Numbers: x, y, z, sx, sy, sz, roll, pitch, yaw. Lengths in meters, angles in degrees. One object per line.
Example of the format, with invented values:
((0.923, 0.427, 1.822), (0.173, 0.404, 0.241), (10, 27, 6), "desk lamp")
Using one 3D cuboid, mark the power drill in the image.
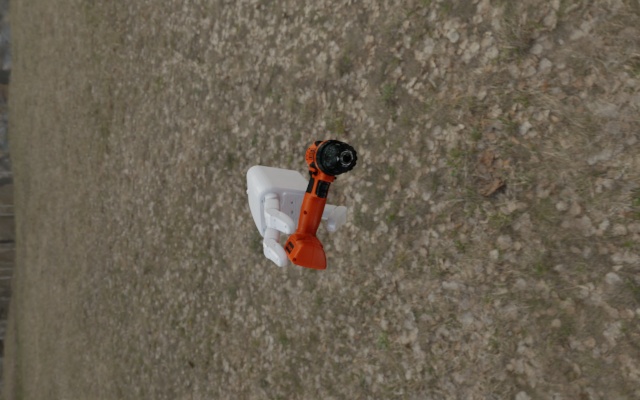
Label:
((0.000, 0.003, 0.706), (0.057, 0.187, 0.184), (14, 3, -11), "power drill")
